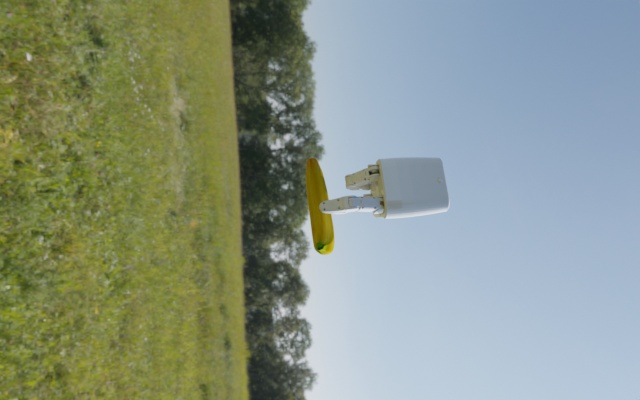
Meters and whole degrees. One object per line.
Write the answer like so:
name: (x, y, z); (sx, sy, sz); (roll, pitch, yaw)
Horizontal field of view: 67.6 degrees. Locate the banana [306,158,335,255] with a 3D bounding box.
banana: (0.000, 0.018, 0.783); (0.037, 0.197, 0.070); (-4, -42, -5)
